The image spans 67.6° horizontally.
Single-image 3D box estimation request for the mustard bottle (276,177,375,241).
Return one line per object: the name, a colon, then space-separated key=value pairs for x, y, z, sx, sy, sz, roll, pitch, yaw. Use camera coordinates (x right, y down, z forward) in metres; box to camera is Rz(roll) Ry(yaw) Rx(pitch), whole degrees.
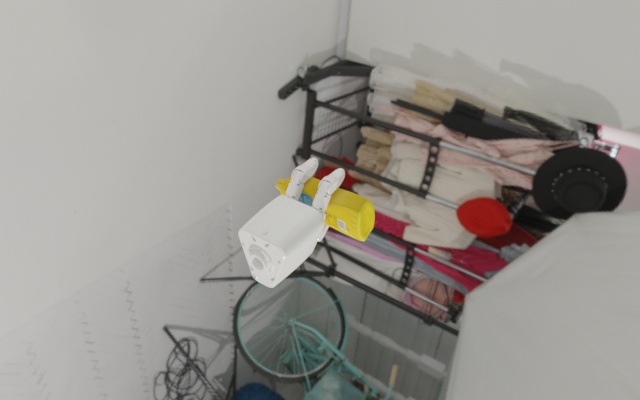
mustard bottle: x=0.001 y=0.003 z=0.846 sx=0.191 sy=0.058 sz=0.096 roll=23 pitch=-26 yaw=25
